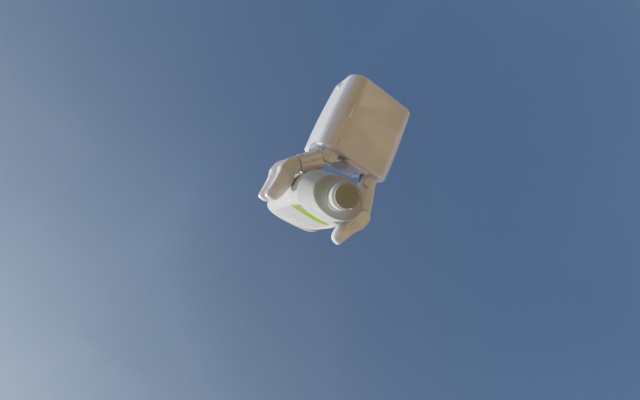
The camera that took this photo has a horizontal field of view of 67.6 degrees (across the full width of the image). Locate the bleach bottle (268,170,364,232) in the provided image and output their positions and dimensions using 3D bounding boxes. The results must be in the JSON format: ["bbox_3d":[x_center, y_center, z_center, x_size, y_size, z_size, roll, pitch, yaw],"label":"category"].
[{"bbox_3d":[0.000,0.002,0.632,0.102,0.068,0.251,26,-8,-15],"label":"bleach bottle"}]
